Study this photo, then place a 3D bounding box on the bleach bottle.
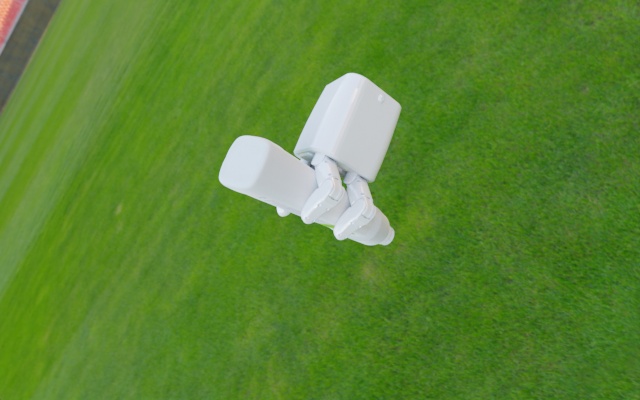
[{"bbox_3d":[0.000,0.002,0.621,0.251,0.068,0.102,28,-7,-35],"label":"bleach bottle"}]
